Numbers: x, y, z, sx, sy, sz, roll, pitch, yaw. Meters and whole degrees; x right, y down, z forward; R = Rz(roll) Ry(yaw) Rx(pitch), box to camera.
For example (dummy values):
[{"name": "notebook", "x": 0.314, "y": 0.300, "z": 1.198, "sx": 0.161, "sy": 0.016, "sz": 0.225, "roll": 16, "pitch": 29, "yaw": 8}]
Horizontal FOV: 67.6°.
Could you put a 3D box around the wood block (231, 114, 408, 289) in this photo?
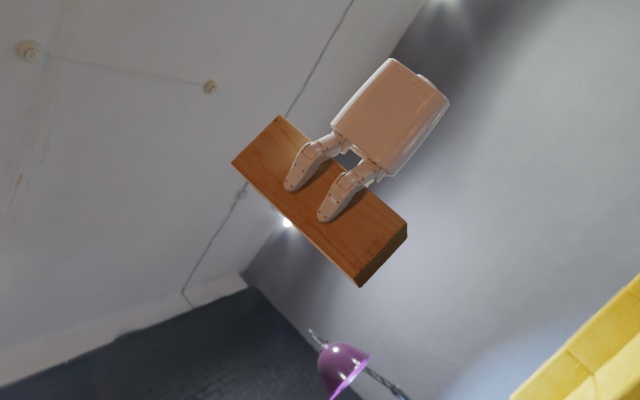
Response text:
[{"name": "wood block", "x": 0.000, "y": 0.002, "z": 0.591, "sx": 0.206, "sy": 0.090, "sz": 0.091, "roll": 42, "pitch": -5, "yaw": 19}]
